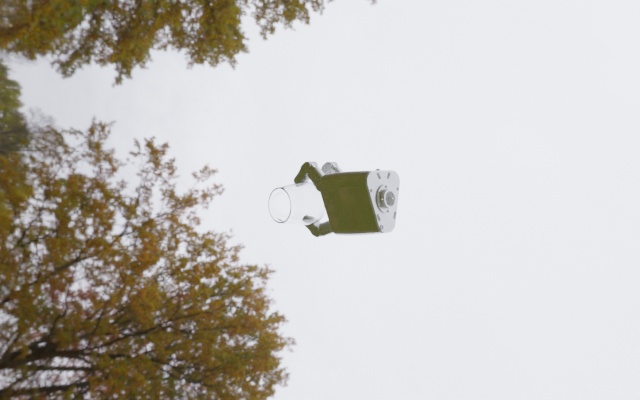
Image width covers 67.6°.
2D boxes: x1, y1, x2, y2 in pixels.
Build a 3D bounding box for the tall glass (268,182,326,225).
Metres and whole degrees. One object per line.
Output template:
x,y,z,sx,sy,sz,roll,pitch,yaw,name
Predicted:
0.001,0.003,0.887,0.201,0.079,0.079,-5,3,-44,tall glass
